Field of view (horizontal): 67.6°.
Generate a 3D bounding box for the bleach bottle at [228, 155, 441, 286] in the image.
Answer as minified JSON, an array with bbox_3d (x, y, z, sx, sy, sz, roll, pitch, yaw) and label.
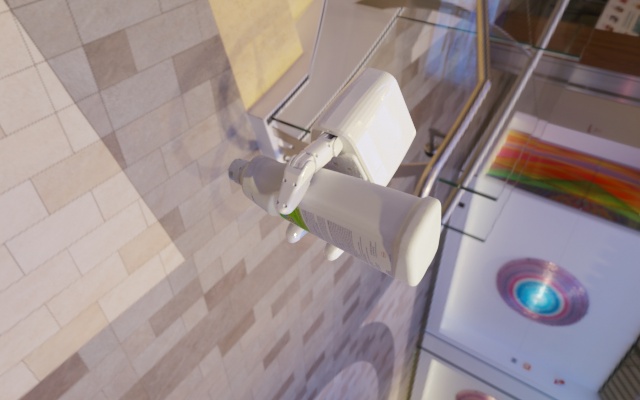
[{"bbox_3d":[0.000,0.002,0.516,0.251,0.068,0.103,23,-28,26],"label":"bleach bottle"}]
